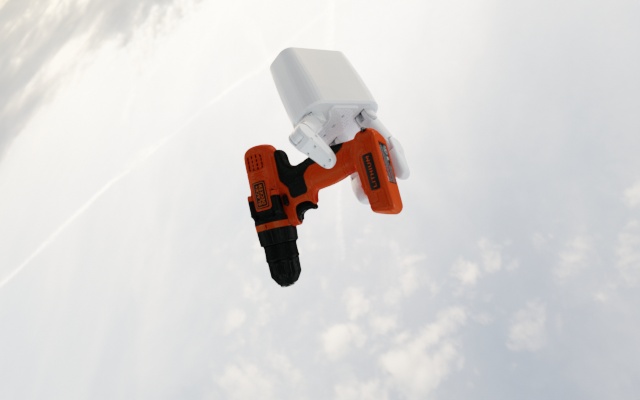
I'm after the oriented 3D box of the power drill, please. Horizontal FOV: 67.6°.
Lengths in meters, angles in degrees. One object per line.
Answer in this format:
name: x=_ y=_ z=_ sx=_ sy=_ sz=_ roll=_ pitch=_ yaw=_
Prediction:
power drill: x=0.000 y=0.002 z=0.584 sx=0.187 sy=0.184 sz=0.057 roll=-15 pitch=-5 yaw=20
